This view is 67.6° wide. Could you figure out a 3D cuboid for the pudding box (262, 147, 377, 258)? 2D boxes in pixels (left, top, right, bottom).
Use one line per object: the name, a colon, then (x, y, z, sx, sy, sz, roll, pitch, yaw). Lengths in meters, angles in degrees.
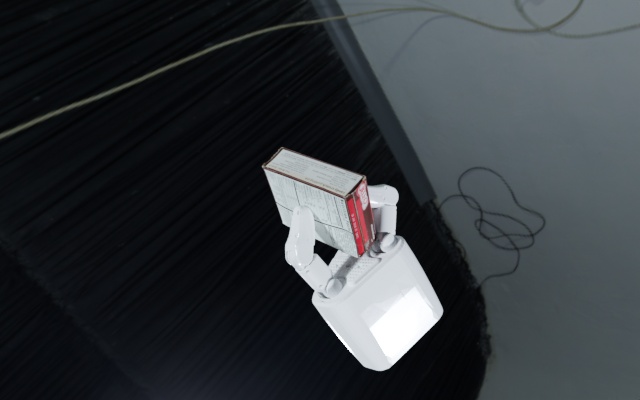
pudding box: (0.000, 0.002, 0.498, 0.113, 0.090, 0.039, 20, 52, 33)
